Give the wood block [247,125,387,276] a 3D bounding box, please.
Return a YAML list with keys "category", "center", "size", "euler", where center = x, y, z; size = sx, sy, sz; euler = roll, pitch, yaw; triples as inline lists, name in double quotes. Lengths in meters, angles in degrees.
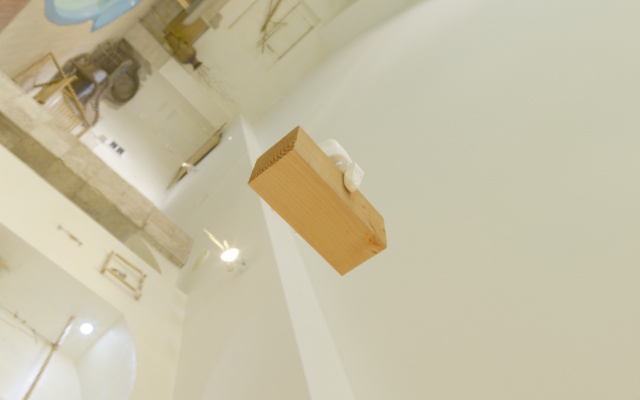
- category: "wood block"
  center: [0.000, 0.002, 0.717]
  size: [0.091, 0.206, 0.090]
  euler: [-36, 22, 21]
